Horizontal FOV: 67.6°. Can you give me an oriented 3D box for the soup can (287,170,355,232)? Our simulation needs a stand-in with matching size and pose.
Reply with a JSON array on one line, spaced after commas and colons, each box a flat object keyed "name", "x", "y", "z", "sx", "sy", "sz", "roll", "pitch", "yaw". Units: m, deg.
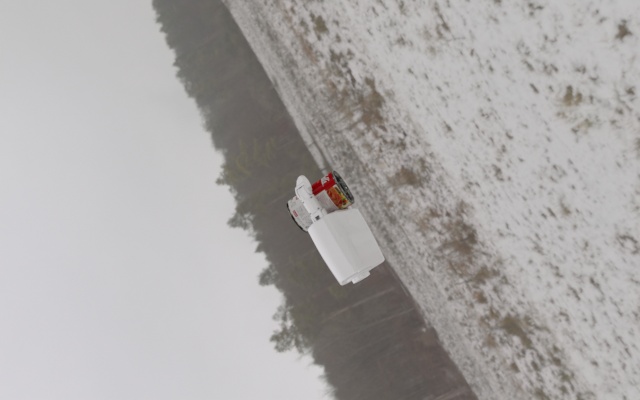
[{"name": "soup can", "x": 0.000, "y": 0.002, "z": 0.842, "sx": 0.102, "sy": 0.068, "sz": 0.068, "roll": -33, "pitch": -9, "yaw": 13}]
